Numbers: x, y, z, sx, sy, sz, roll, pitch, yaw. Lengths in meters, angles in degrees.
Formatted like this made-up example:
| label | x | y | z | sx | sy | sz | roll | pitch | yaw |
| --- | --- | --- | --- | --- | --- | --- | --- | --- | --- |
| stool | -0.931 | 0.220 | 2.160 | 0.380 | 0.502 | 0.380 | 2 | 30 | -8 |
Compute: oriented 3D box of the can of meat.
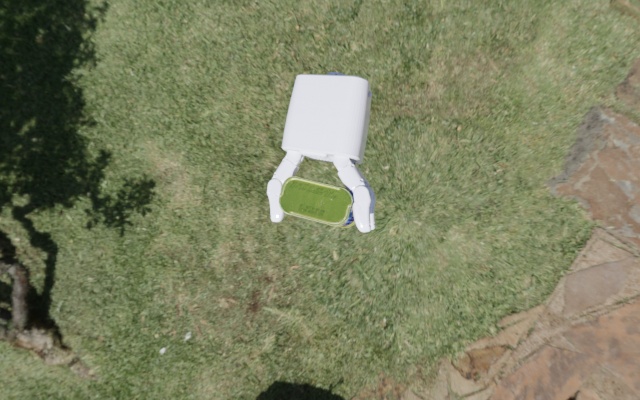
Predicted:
| label | x | y | z | sx | sy | sz | roll | pitch | yaw |
| --- | --- | --- | --- | --- | --- | --- | --- | --- | --- |
| can of meat | 0.000 | 0.002 | 0.655 | 0.102 | 0.057 | 0.084 | 14 | 0 | 10 |
